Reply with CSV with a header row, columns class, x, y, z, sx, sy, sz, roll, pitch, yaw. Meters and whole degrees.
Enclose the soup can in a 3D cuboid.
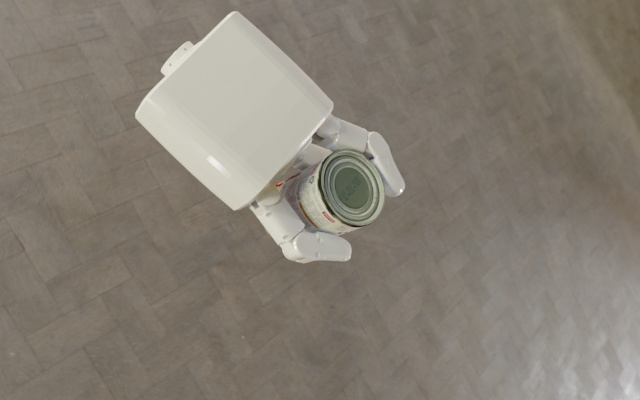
class,x,y,z,sx,sy,sz,roll,pitch,yaw
soup can,0.001,0.002,0.425,0.068,0.068,0.102,0,-15,-34
